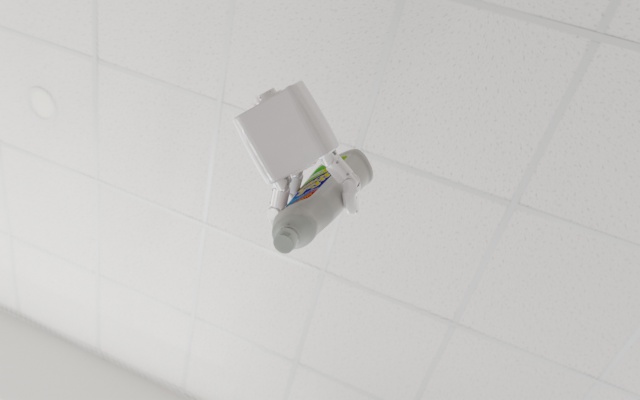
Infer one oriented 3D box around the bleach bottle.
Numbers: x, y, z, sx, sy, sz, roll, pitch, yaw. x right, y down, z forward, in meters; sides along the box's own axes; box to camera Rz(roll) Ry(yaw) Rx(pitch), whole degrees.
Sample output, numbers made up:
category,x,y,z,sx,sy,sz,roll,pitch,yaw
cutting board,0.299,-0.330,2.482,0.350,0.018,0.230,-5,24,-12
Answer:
category,x,y,z,sx,sy,sz,roll,pitch,yaw
bleach bottle,0.000,0.002,0.714,0.102,0.068,0.250,-22,15,28
